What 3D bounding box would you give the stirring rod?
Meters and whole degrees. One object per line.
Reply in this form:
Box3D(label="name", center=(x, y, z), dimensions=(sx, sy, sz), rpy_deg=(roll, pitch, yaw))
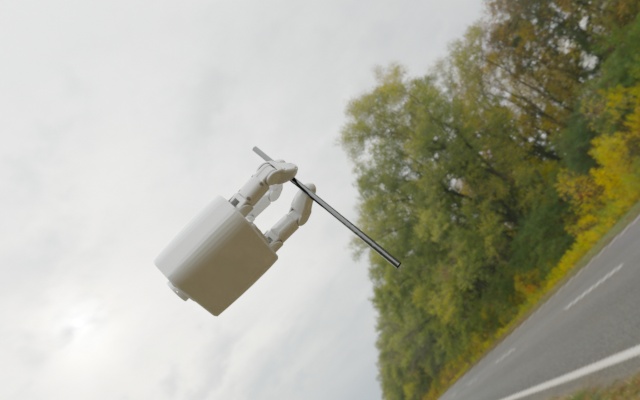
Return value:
Box3D(label="stirring rod", center=(0.000, 0.002, 0.569), dimensions=(0.239, 0.011, 0.011), rpy_deg=(39, 18, 24))
